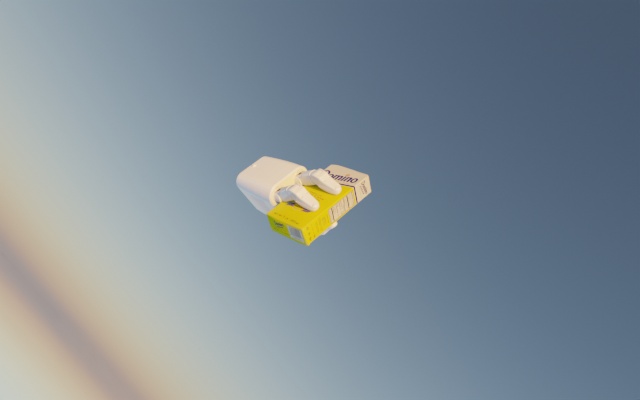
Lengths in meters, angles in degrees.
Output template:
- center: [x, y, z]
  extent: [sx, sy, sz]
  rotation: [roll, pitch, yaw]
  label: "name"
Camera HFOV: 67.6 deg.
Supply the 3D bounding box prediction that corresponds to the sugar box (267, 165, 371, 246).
- center: [0.000, 0.002, 0.851]
  extent: [0.093, 0.048, 0.176]
  rotation: [21, 50, 39]
  label: "sugar box"
